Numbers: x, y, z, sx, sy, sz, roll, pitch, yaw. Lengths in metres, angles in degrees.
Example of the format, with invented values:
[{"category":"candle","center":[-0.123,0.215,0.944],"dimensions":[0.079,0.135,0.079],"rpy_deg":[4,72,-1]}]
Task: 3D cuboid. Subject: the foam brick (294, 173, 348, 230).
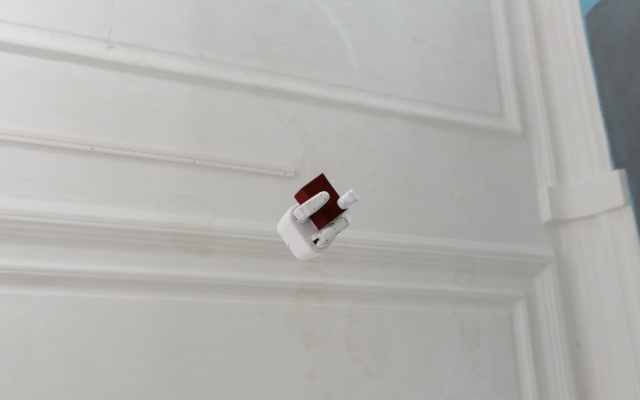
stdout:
[{"category":"foam brick","center":[0.000,0.002,0.835],"dimensions":[0.053,0.078,0.051],"rpy_deg":[-35,-2,-24]}]
